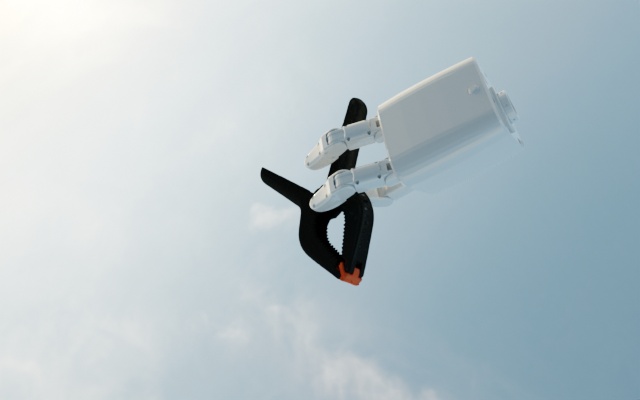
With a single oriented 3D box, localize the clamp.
[{"bbox_3d":[0.001,0.002,0.541,0.164,0.209,0.036,-29,-35,30],"label":"clamp"}]
